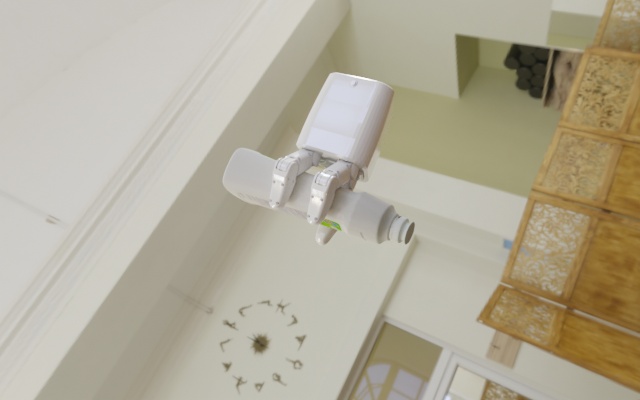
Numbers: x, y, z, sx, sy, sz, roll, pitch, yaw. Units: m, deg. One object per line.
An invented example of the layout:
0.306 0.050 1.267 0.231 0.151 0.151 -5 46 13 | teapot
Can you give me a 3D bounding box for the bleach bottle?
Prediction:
0.000 0.002 0.610 0.251 0.068 0.102 20 -7 26 | bleach bottle
